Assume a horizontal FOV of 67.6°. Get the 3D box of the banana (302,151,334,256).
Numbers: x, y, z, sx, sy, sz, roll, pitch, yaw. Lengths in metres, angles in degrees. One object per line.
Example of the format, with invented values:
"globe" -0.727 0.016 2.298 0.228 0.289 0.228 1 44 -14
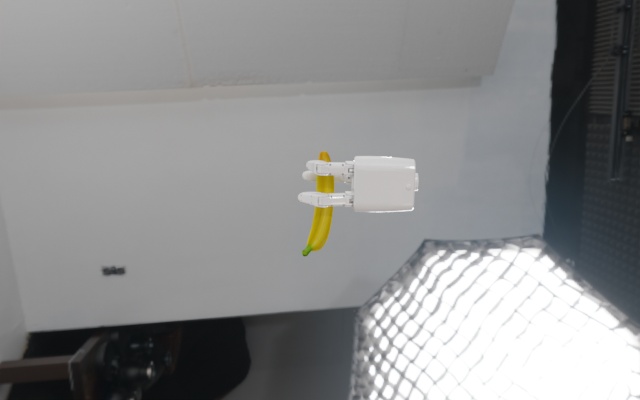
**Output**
"banana" 0.003 0.010 0.895 0.037 0.197 0.070 6 -9 13
